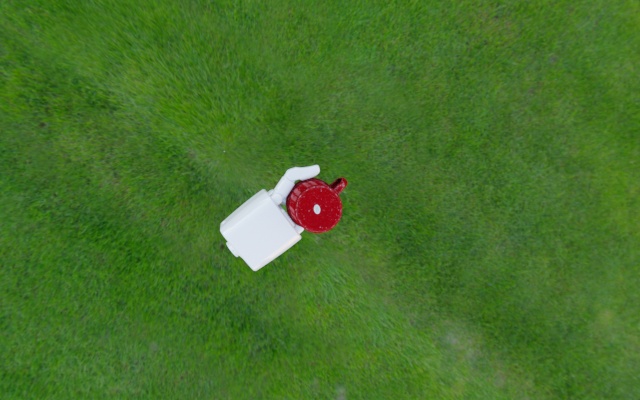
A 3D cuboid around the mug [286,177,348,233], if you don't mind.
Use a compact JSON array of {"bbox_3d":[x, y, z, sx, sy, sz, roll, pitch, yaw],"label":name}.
[{"bbox_3d":[0.001,0.002,0.819,0.117,0.093,0.081,-38,12,-4],"label":"mug"}]
